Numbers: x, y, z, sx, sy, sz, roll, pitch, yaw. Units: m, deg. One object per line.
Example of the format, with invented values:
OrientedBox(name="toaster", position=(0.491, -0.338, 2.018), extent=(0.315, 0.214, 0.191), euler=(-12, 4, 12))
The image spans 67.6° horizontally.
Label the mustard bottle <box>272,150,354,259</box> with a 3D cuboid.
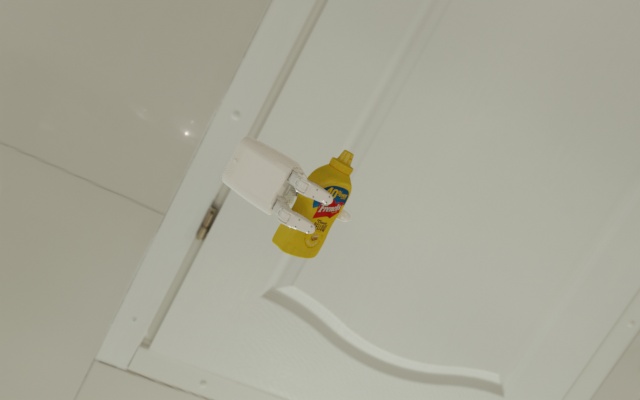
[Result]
OrientedBox(name="mustard bottle", position=(0.000, 0.003, 0.794), extent=(0.096, 0.191, 0.058), euler=(18, 14, -49))
